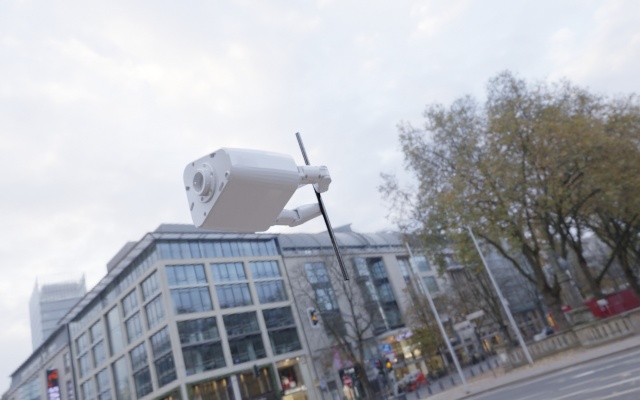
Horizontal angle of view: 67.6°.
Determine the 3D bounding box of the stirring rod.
[{"bbox_3d":[0.000,0.002,0.696,0.011,0.239,0.011,-16,-21,-7],"label":"stirring rod"}]
